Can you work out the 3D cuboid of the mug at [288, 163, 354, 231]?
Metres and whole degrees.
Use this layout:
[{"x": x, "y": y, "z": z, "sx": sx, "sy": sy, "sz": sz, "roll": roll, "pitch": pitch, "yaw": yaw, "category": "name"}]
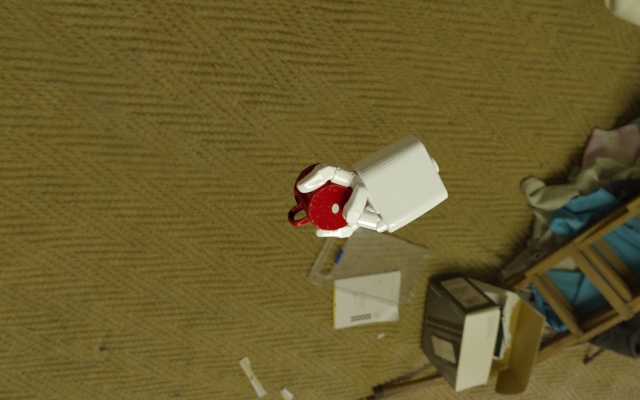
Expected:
[{"x": -0.001, "y": 0.003, "z": 0.757, "sx": 0.117, "sy": 0.093, "sz": 0.081, "roll": -30, "pitch": 27, "yaw": -1, "category": "mug"}]
